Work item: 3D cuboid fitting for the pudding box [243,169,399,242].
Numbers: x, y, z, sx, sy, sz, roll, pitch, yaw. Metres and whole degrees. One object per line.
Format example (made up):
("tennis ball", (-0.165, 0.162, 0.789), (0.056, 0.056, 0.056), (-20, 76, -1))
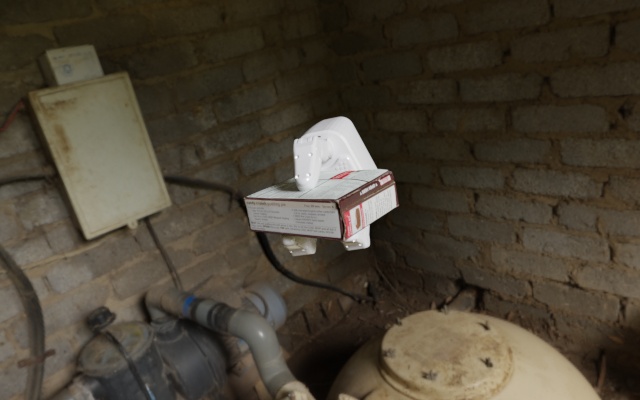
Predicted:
("pudding box", (0.000, 0.001, 0.438), (0.113, 0.039, 0.090), (0, 19, 40))
